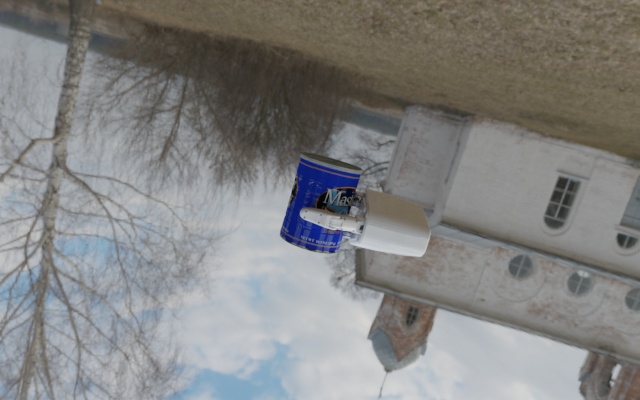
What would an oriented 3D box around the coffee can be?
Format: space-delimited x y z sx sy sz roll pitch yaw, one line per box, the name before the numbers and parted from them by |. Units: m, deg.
coffee can | 0.000 0.002 0.778 0.103 0.140 0.103 15 10 -3
